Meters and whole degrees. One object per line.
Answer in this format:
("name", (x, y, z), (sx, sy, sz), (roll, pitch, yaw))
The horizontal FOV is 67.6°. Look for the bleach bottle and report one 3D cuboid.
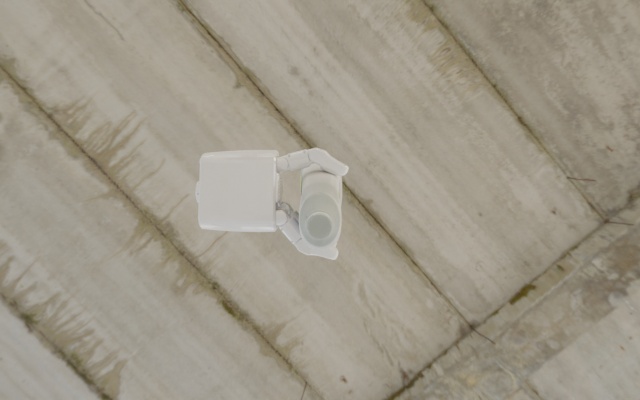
("bleach bottle", (0.000, 0.002, 0.664), (0.068, 0.102, 0.251), (-1, 9, 1))
